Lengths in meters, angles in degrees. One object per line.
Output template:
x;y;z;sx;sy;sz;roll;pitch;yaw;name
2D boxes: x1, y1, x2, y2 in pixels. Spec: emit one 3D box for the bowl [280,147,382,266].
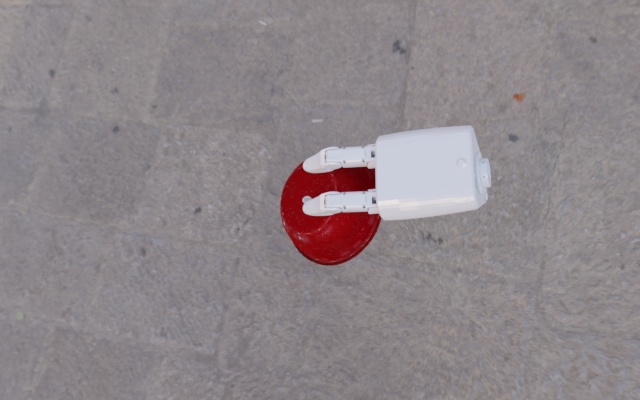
-0.001;0.002;0.623;0.162;0.162;0.055;0;-10;38;bowl
